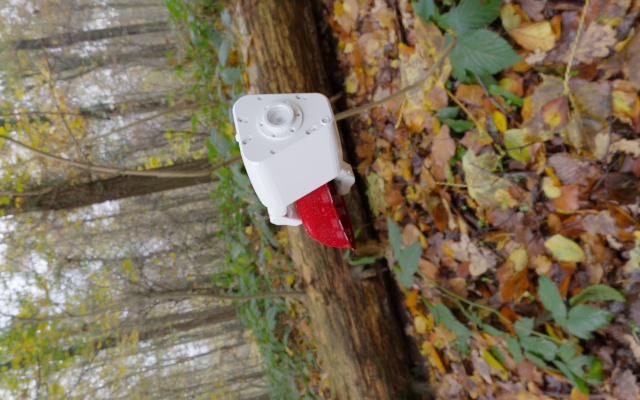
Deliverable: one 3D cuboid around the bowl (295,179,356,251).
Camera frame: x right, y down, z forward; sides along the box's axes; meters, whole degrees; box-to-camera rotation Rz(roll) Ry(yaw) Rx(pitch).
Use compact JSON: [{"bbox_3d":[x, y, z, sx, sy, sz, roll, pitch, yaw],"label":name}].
[{"bbox_3d":[0.000,0.003,0.681,0.055,0.162,0.162,-19,-3,8],"label":"bowl"}]
